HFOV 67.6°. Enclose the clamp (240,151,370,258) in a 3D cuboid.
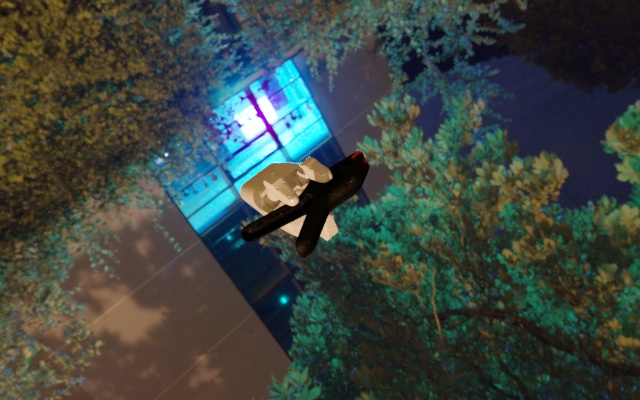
[{"bbox_3d":[0.001,0.002,0.661,0.210,0.036,0.164,-39,25,-19],"label":"clamp"}]
